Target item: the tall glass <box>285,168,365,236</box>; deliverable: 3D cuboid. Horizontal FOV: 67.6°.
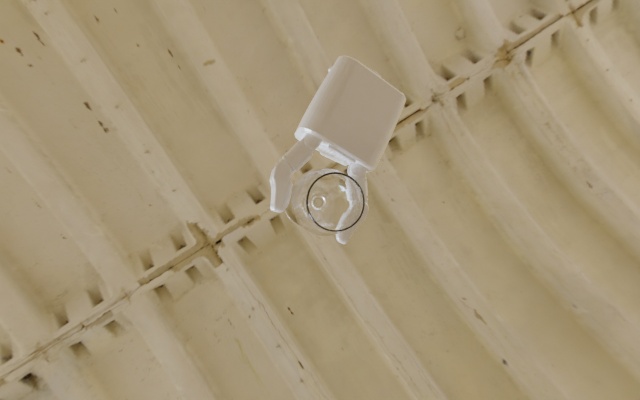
[{"bbox_3d":[0.000,0.002,0.588,0.079,0.079,0.201,0,0,-9],"label":"tall glass"}]
